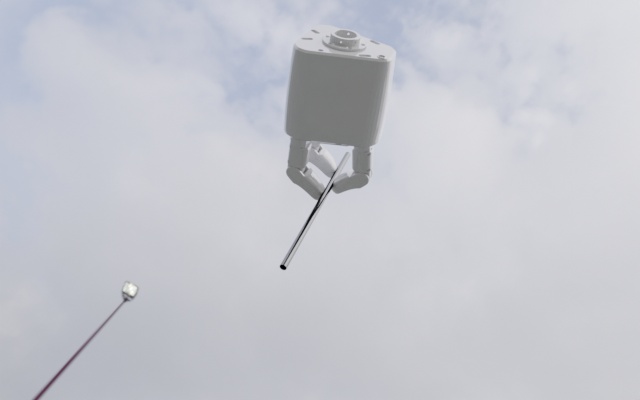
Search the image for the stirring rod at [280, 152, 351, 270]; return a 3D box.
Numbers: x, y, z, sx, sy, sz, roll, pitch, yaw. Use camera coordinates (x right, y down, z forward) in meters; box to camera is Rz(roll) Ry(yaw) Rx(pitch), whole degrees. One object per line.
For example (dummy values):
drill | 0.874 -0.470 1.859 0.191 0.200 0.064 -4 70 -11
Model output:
stirring rod | 0.000 0.002 0.587 0.011 0.011 0.239 0 34 23
